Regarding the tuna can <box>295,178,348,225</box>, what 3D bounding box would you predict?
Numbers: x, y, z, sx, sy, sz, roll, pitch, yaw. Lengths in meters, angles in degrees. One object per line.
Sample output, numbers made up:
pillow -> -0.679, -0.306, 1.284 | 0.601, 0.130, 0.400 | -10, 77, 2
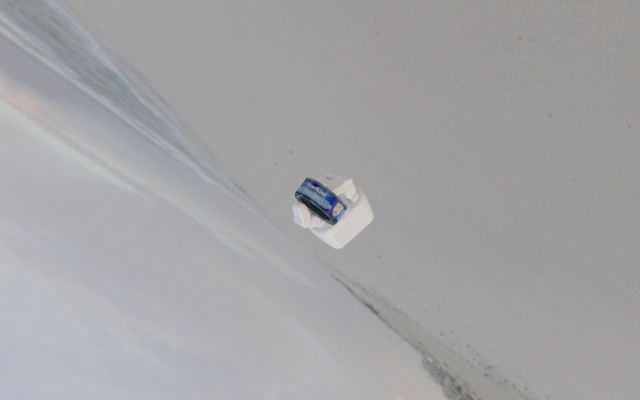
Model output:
tuna can -> 0.000, 0.003, 0.776 | 0.086, 0.033, 0.086 | 36, -11, 8
